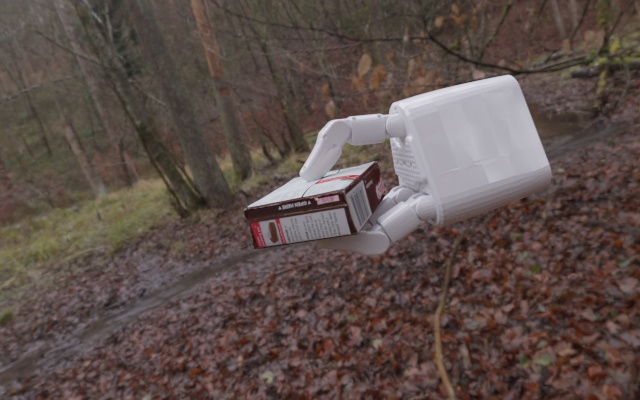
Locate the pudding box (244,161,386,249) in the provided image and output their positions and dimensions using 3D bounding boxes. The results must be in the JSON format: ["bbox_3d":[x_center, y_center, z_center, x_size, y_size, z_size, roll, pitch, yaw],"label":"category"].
[{"bbox_3d":[0.000,0.001,0.411,0.090,0.039,0.113,-11,10,22],"label":"pudding box"}]
